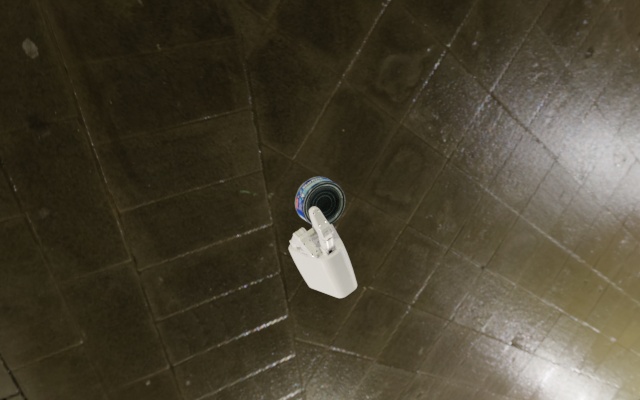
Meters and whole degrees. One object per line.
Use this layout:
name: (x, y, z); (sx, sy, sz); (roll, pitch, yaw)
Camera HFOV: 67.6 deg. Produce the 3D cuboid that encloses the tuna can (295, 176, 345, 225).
tuna can: (0.000, 0.003, 0.844); (0.086, 0.086, 0.033); (0, 17, -28)
